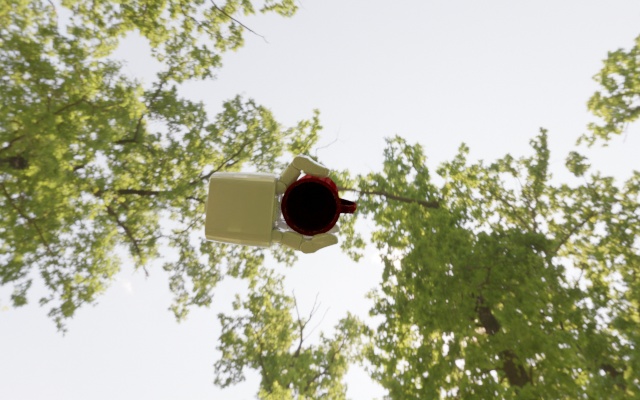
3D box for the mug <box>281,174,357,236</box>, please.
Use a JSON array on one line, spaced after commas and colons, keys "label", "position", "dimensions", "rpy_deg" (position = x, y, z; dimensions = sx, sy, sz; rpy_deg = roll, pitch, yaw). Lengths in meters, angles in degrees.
[{"label": "mug", "position": [0.002, 0.003, 0.770], "dimensions": [0.117, 0.093, 0.081], "rpy_deg": [5, 14, 3]}]
